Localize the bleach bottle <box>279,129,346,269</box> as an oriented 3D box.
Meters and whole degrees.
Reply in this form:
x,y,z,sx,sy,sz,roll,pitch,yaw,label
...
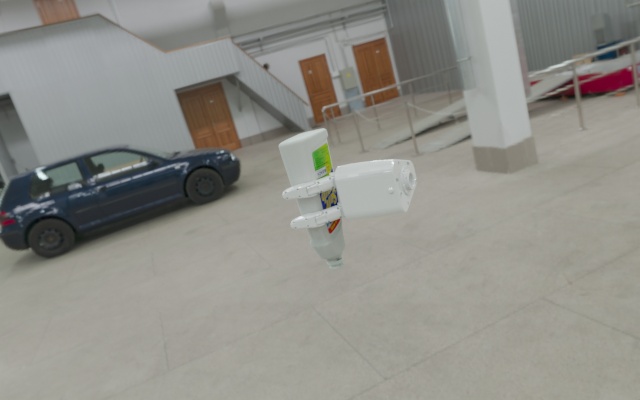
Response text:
x,y,z,sx,sy,sz,roll,pitch,yaw,label
0.000,0.003,0.873,0.068,0.251,0.102,-8,17,30,bleach bottle
